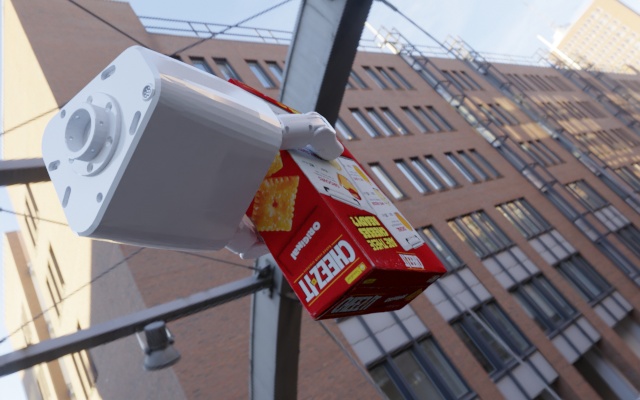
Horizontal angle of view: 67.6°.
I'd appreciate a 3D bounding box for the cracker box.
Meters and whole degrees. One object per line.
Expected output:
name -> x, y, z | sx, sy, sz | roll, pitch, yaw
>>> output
cracker box -> 0.000, 0.001, 0.438 | 0.072, 0.213, 0.164 | -46, -28, 18
